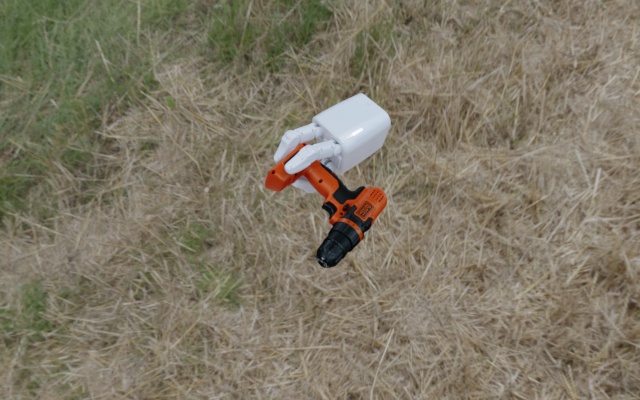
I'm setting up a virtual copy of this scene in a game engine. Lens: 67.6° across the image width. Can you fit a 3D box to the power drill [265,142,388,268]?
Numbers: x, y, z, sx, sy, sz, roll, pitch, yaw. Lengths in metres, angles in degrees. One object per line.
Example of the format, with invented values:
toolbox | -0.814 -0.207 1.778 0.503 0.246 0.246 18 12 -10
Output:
power drill | 0.000 0.002 0.801 0.184 0.187 0.057 -46 -7 -37
